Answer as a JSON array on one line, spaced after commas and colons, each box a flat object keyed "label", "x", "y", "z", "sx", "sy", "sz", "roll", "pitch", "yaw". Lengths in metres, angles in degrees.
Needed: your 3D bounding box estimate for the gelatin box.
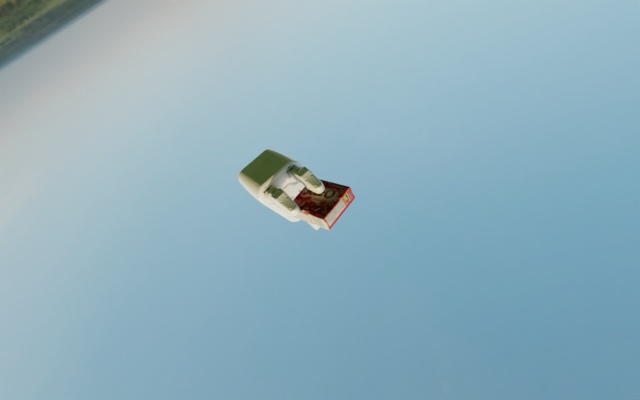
[{"label": "gelatin box", "x": 0.001, "y": 0.003, "z": 0.778, "sx": 0.089, "sy": 0.073, "sz": 0.030, "roll": 18, "pitch": -31, "yaw": 43}]
